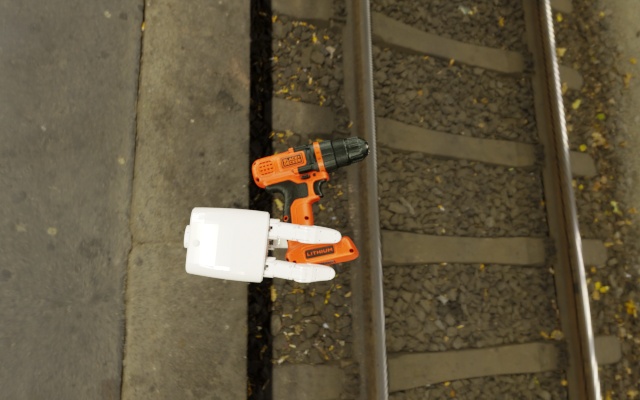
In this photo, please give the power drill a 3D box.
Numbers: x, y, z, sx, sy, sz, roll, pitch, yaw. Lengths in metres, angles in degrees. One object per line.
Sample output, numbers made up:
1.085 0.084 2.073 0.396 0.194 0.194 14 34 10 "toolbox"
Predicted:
0.000 0.003 0.722 0.184 0.187 0.057 -14 -16 5 "power drill"
